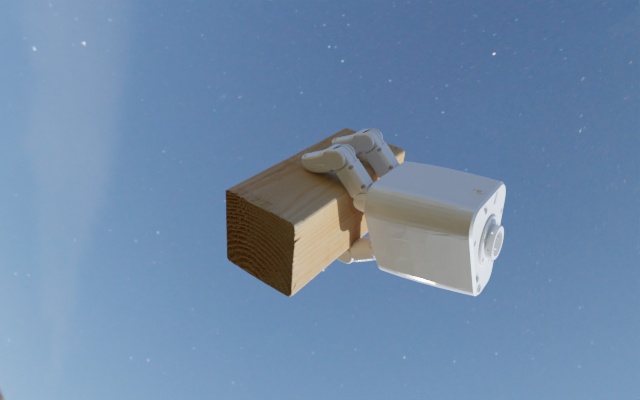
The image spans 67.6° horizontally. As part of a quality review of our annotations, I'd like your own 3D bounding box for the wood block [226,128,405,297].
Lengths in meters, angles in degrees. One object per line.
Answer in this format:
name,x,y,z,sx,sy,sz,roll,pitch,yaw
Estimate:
wood block,0.000,0.002,0.531,0.090,0.091,0.206,25,37,28
